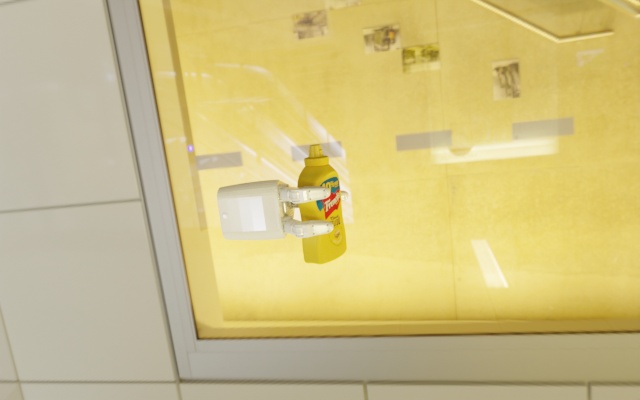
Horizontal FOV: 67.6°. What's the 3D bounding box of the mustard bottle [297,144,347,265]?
[{"bbox_3d":[0.000,0.003,0.796,0.058,0.192,0.096,1,13,34],"label":"mustard bottle"}]
